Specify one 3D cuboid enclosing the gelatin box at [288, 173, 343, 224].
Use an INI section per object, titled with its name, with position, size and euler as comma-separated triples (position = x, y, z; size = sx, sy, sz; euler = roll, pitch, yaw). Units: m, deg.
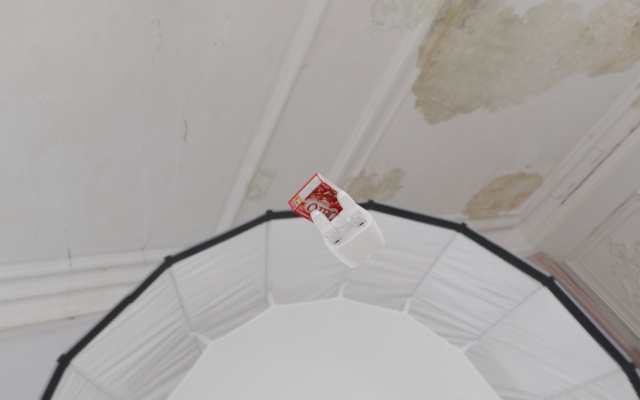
[gelatin box]
position = 0.000, 0.002, 0.820
size = 0.089, 0.073, 0.030
euler = 33, 18, -45
